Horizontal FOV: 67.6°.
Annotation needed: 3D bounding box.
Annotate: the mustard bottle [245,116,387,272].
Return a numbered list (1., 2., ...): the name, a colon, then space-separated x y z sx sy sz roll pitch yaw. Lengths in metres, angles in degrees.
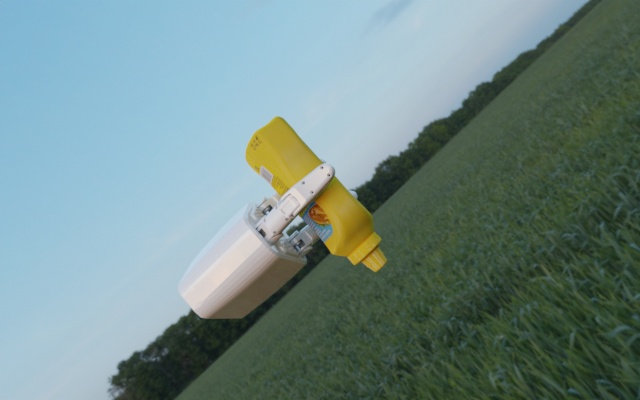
1. mustard bottle: 0.000 0.001 0.520 0.058 0.191 0.096 -41 -6 -20
